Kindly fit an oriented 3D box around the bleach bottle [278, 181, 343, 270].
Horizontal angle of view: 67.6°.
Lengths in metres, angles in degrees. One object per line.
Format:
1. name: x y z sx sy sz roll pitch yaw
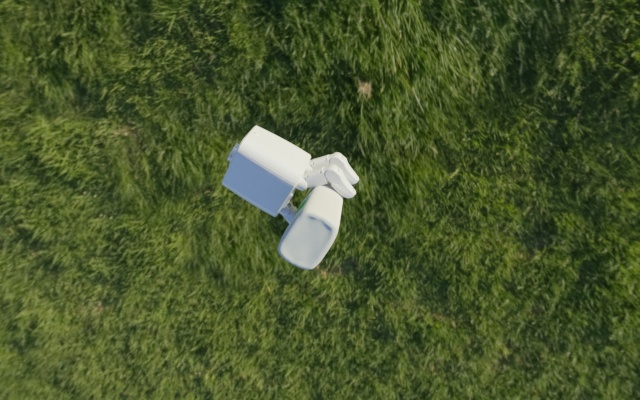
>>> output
1. bleach bottle: 0.000 0.003 0.792 0.068 0.103 0.250 30 27 -6
